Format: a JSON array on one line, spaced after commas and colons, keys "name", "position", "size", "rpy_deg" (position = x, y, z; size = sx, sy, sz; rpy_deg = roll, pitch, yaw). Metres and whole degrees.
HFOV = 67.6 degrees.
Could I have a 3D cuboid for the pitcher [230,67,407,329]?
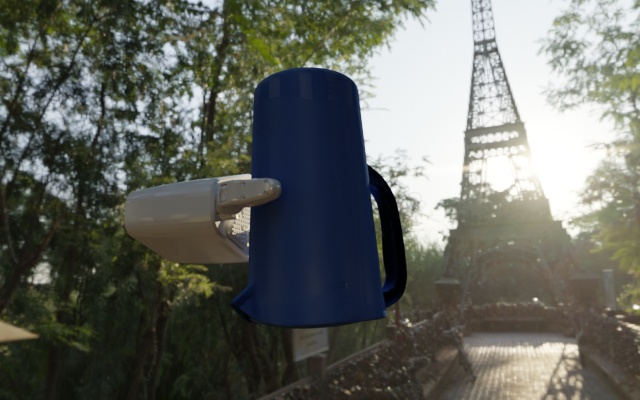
[{"name": "pitcher", "position": [0.000, 0.002, 0.477], "size": [0.145, 0.242, 0.149], "rpy_deg": [-6, -11, 17]}]
